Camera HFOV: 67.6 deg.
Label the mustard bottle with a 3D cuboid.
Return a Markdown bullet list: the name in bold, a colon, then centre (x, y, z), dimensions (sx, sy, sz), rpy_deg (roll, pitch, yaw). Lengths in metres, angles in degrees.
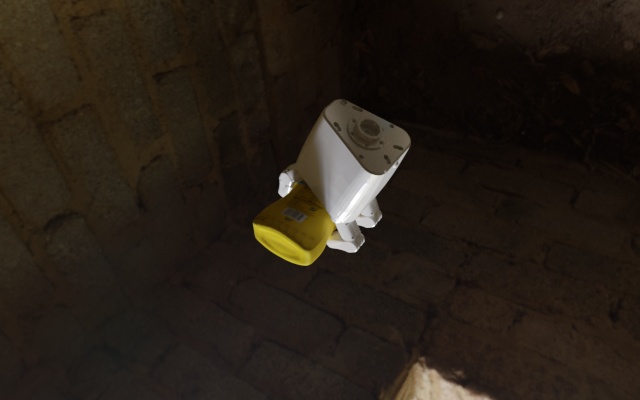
- **mustard bottle**: centre (0.000, 0.003, 0.671), dimensions (0.096, 0.058, 0.191), rpy_deg (24, 49, 26)
